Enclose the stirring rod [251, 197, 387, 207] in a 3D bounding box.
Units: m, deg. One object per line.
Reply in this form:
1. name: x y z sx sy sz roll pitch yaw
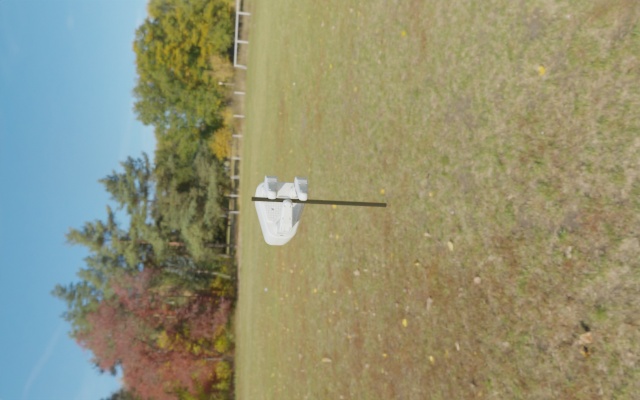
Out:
1. stirring rod: 0.000 0.003 0.839 0.239 0.011 0.011 3 -1 -11
